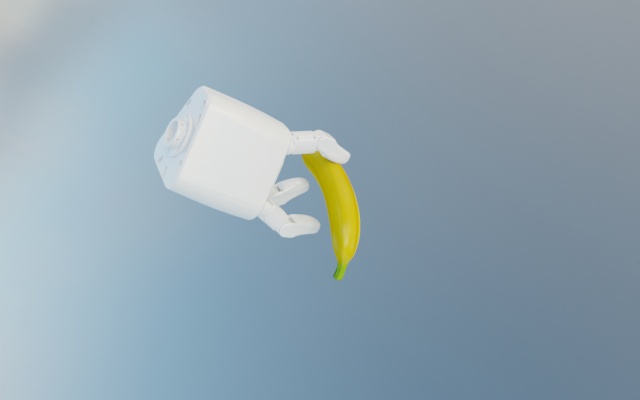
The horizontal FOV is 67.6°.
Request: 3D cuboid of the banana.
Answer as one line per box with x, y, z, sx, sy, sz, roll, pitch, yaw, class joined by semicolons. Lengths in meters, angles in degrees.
0.012;-0.005;0.592;0.037;0.197;0.070;17;-44;-37;banana
